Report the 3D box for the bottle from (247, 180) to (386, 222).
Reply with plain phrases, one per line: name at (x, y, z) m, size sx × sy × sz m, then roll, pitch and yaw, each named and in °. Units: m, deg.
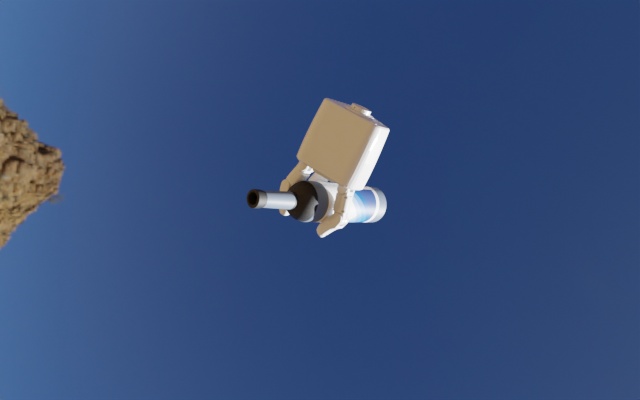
bottle at (0.000, 0.003, 0.786) m, size 0.069 × 0.069 × 0.296 m, roll 0°, pitch -2°, yaw 41°
